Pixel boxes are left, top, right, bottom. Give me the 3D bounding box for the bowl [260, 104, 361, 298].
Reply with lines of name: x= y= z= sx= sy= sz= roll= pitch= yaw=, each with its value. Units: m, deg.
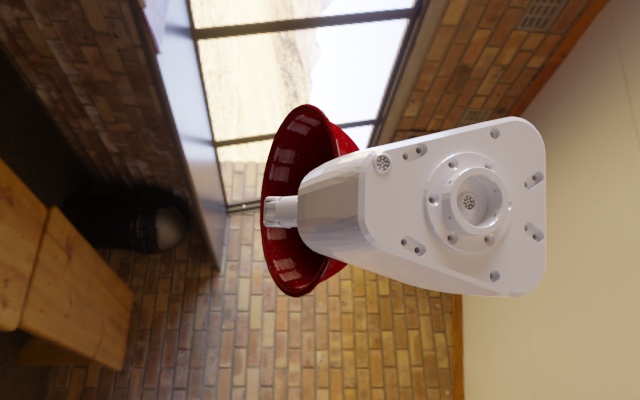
bowl: x=0.000 y=0.001 z=0.415 sx=0.055 sy=0.162 sz=0.162 roll=4 pitch=-2 yaw=-28
